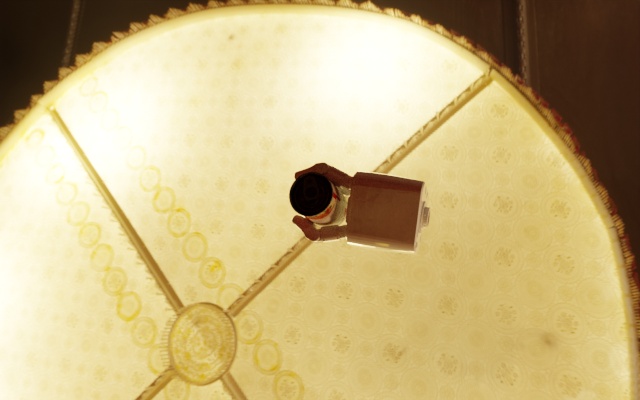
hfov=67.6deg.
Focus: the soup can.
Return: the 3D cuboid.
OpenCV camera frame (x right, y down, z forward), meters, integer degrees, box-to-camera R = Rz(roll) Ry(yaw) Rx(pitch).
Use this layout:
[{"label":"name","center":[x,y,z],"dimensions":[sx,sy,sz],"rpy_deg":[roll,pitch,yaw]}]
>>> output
[{"label":"soup can","center":[0.000,0.003,0.744],"dimensions":[0.068,0.068,0.102],"rpy_deg":[0,-14,17]}]
